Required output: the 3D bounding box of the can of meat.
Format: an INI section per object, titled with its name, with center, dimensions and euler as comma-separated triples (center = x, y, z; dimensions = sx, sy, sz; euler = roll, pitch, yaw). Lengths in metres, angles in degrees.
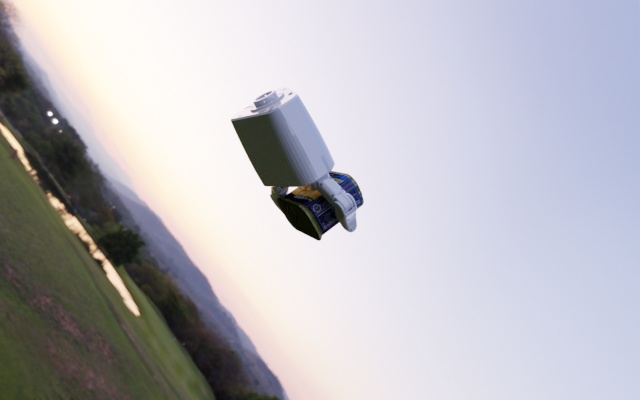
[can of meat]
center = 0.000, 0.002, 0.664
dimensions = 0.084, 0.057, 0.102
euler = -36, 24, -18
